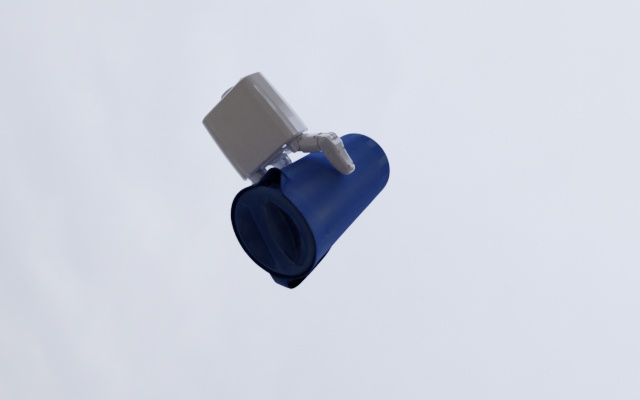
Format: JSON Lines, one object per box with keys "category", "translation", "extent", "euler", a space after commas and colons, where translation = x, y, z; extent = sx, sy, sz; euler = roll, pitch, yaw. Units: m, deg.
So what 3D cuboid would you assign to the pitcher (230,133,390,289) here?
{"category": "pitcher", "translation": [0.000, 0.002, 0.676], "extent": [0.149, 0.145, 0.242], "euler": [-38, 0, 44]}
